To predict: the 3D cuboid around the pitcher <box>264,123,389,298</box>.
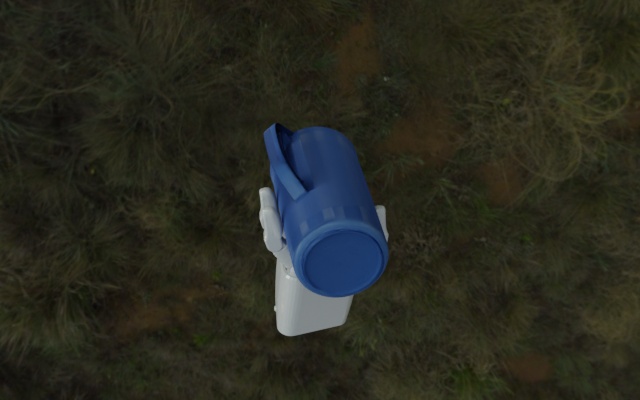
[{"bbox_3d":[0.000,0.002,0.616,0.149,0.145,0.242,3,30,-11],"label":"pitcher"}]
